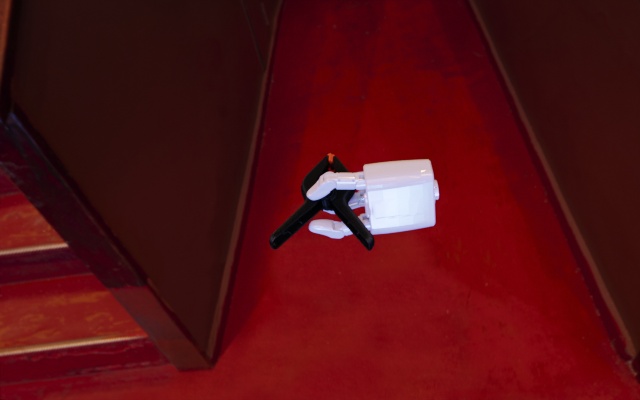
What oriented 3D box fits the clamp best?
[{"bbox_3d":[0.000,0.002,0.797,0.164,0.209,0.036,-5,-43,4],"label":"clamp"}]
